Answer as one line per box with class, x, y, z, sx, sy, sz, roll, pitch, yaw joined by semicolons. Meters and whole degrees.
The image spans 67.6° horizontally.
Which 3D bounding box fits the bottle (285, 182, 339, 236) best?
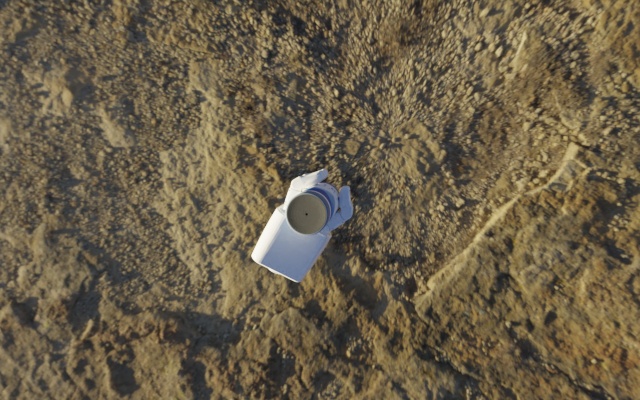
bottle;0.000;0.003;0.868;0.069;0.069;0.295;0;7;8
